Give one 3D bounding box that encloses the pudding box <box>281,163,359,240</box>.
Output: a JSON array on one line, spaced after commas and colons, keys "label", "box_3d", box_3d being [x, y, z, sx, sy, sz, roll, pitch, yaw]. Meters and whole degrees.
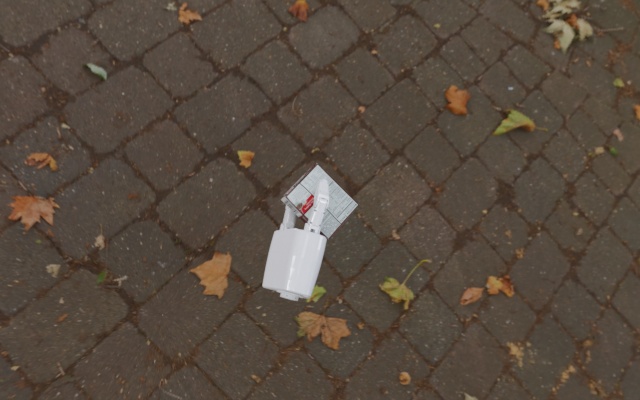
[{"label": "pudding box", "box_3d": [0.000, 0.003, 0.865, 0.090, 0.113, 0.039, -47, 7, -16]}]
